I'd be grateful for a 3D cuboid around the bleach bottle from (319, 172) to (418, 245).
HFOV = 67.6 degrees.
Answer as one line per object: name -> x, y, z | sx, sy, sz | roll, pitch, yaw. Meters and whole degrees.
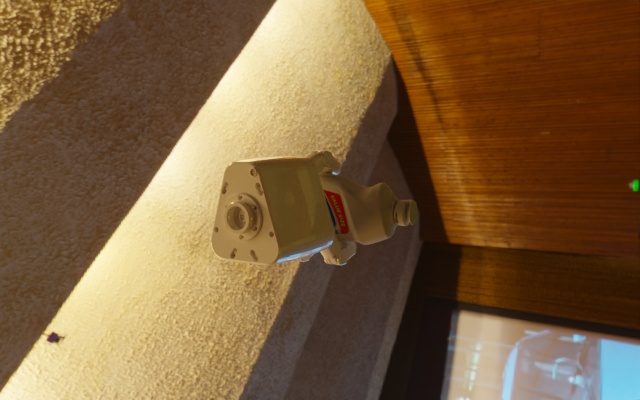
bleach bottle -> 0.000, 0.002, 0.618 | 0.251, 0.102, 0.068 | 2, 6, 30
